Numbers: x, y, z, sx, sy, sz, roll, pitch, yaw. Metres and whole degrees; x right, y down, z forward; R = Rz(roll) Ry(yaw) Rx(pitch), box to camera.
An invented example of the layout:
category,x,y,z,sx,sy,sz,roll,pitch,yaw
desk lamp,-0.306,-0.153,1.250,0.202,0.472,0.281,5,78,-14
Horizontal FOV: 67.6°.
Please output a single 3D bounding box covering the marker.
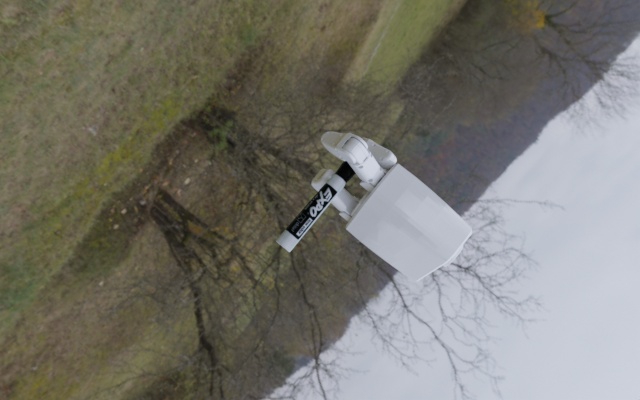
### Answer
category,x,y,z,sx,sy,sz,roll,pitch,yaw
marker,0.000,0.002,0.495,0.020,0.121,0.020,39,-8,7
